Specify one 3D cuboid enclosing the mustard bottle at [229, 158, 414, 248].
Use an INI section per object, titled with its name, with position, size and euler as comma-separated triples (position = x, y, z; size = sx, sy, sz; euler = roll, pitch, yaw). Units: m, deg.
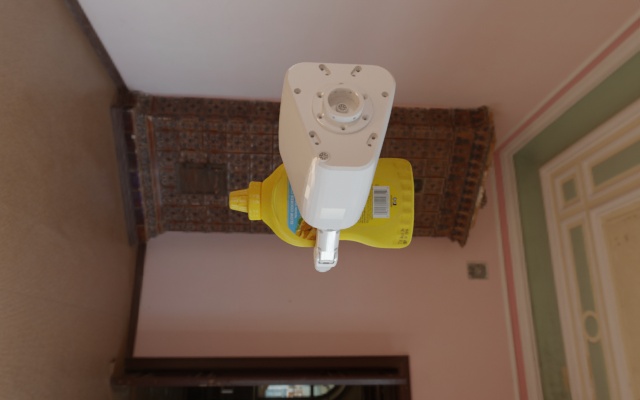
[mustard bottle]
position = 0.000, 0.002, 0.511
size = 0.191, 0.096, 0.058
euler = 1, -2, -4
